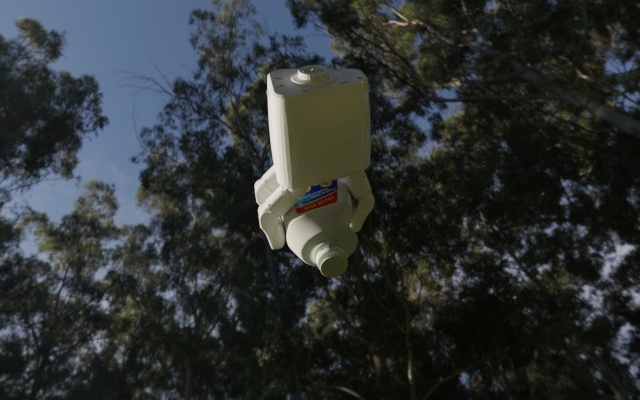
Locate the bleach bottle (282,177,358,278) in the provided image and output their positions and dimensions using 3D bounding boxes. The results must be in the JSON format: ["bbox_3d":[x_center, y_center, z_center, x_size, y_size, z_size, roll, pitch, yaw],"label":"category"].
[{"bbox_3d":[0.000,0.002,0.594,0.102,0.068,0.250,-7,33,-8],"label":"bleach bottle"}]
